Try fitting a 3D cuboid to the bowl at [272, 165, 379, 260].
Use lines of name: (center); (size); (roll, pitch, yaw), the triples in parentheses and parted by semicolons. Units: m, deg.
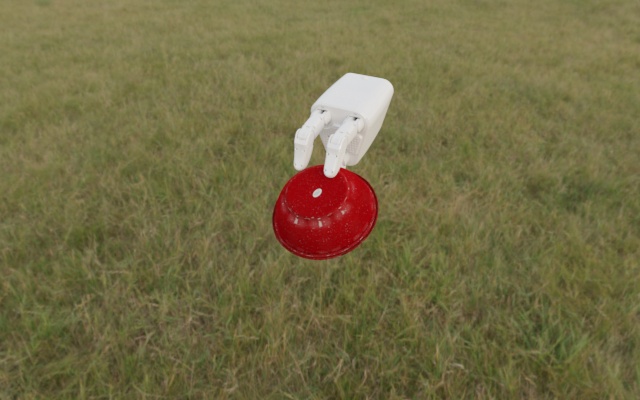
bowl: (0.000, 0.003, 0.687); (0.162, 0.162, 0.055); (0, -34, 15)
